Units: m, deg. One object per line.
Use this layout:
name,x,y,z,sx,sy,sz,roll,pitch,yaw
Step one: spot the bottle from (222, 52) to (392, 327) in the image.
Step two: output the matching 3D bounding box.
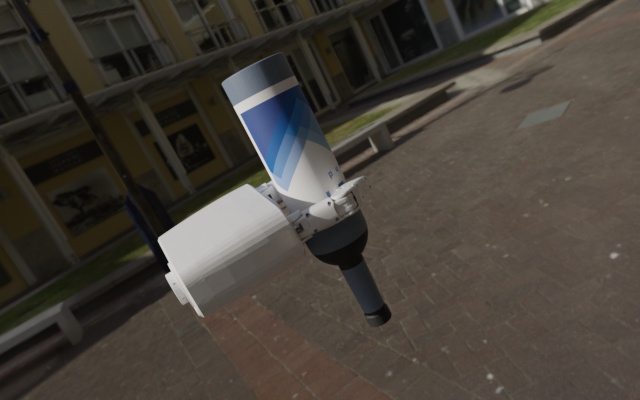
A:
bottle,0.000,0.001,0.488,0.069,0.296,0.069,-26,13,6
